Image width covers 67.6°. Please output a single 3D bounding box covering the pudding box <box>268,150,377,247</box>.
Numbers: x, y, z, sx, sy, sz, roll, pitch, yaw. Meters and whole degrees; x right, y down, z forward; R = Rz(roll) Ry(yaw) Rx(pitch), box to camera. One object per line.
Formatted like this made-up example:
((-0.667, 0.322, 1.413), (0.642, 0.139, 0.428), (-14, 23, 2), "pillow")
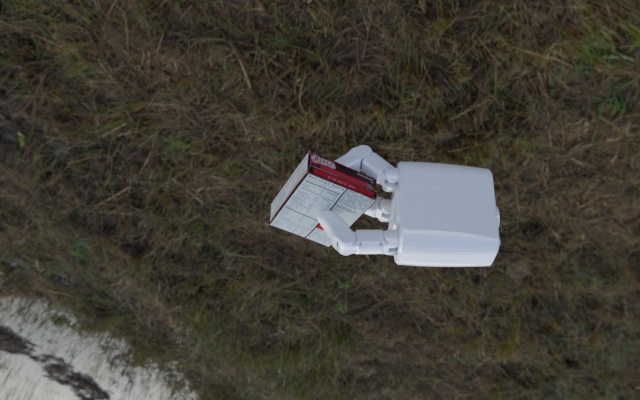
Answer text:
((0.000, 0.002, 0.566), (0.090, 0.039, 0.113), (22, -46, -19), "pudding box")
